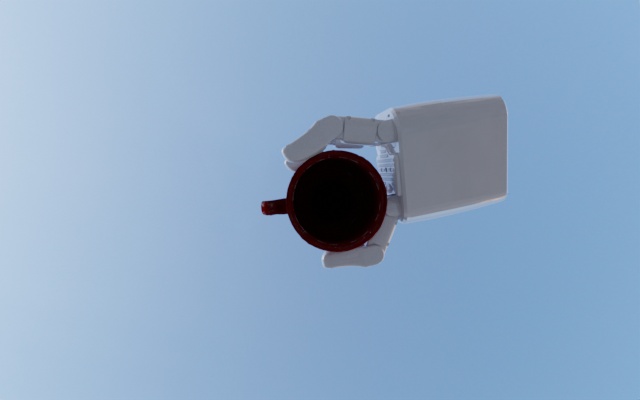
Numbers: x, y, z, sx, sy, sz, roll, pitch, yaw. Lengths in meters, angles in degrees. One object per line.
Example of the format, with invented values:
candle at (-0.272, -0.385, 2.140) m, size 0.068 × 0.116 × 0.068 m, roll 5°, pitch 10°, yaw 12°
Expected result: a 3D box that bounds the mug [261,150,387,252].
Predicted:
mug at (-0.001, 0.002, 0.471) m, size 0.117 × 0.093 × 0.081 m, roll -9°, pitch 2°, yaw -5°
